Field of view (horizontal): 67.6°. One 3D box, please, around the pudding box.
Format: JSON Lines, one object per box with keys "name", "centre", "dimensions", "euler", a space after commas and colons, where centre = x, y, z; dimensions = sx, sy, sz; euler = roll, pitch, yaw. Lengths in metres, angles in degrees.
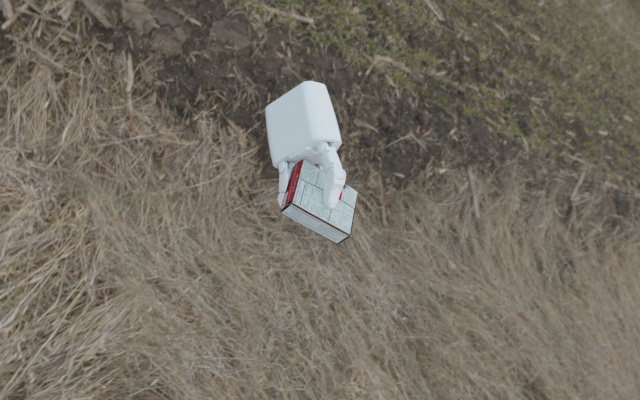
{"name": "pudding box", "centre": [0.000, 0.002, 0.730], "dimensions": [0.113, 0.090, 0.039], "euler": [29, -39, -20]}
